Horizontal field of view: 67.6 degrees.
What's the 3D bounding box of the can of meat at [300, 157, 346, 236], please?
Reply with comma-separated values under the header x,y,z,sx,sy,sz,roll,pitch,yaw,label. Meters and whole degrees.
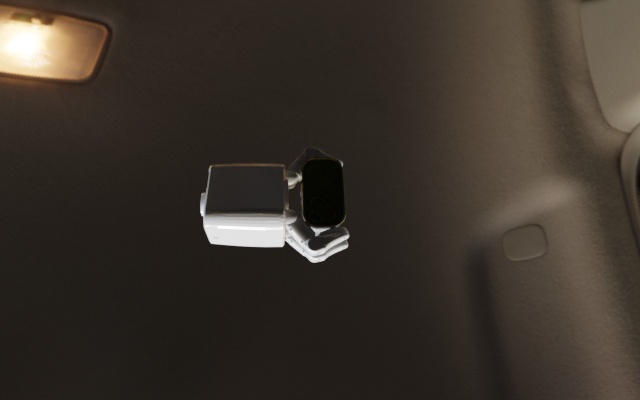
x,y,z,sx,sy,sz,roll,pitch,yaw,label
0.000,0.002,0.682,0.057,0.102,0.084,-1,-22,-6,can of meat
